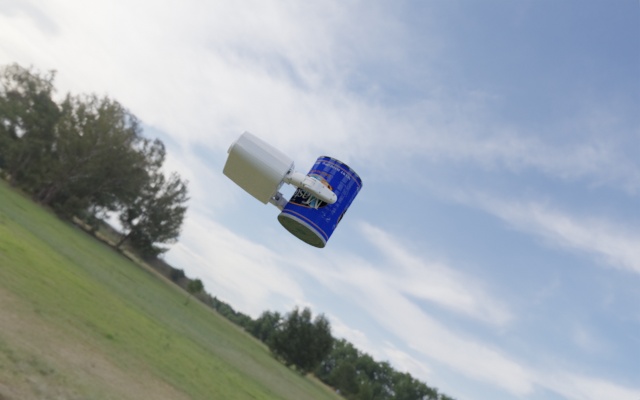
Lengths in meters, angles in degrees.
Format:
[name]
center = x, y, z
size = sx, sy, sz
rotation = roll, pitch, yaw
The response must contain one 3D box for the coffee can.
[coffee can]
center = 0.000, 0.003, 0.887
size = 0.103, 0.140, 0.103
rotation = 30, -19, 11
